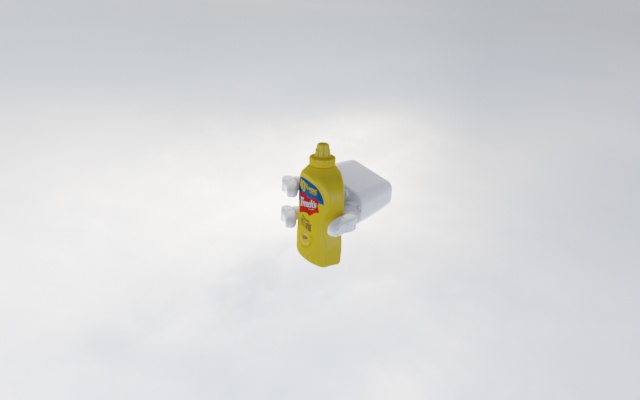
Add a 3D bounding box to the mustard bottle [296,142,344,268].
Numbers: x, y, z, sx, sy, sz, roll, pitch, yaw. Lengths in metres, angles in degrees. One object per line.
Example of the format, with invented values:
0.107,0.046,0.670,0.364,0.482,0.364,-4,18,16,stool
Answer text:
0.000,0.003,0.754,0.058,0.192,0.096,-9,25,-27,mustard bottle
